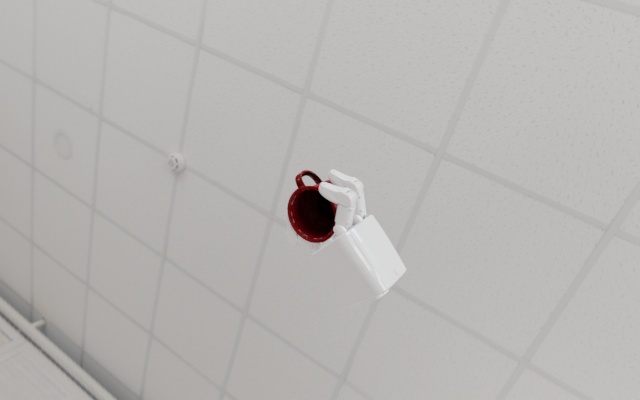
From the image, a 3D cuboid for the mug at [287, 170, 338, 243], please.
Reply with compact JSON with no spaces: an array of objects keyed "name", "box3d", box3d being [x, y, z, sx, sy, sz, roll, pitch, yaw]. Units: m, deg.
[{"name":"mug","box3d":[-0.001,0.001,0.779,0.093,0.117,0.081,-36,-6,34]}]
